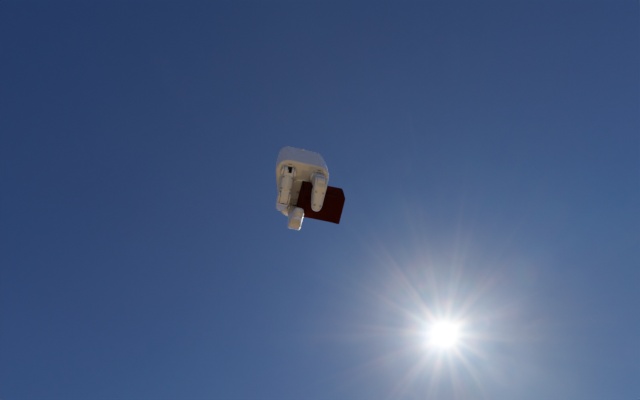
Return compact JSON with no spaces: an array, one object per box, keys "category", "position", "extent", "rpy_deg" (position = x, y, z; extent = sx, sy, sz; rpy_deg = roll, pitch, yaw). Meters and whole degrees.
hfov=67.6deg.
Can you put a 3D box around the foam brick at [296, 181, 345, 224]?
[{"category":"foam brick","position":[0.000,0.003,0.864],"extent":[0.078,0.053,0.051],"rpy_deg":[12,21,-9]}]
